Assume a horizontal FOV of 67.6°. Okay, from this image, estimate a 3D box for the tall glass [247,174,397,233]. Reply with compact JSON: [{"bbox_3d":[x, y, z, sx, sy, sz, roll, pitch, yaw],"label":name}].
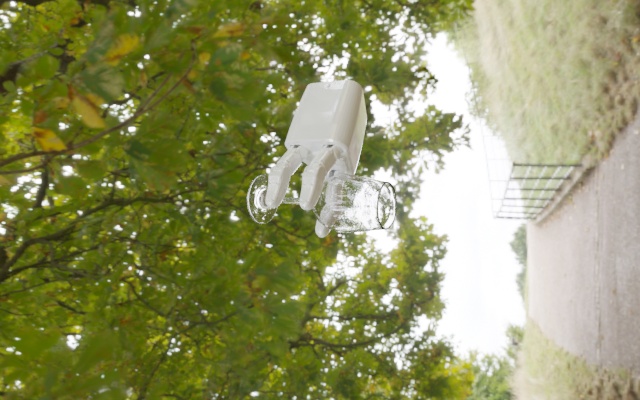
[{"bbox_3d":[0.000,0.002,0.657,0.201,0.079,0.079,3,2,31],"label":"tall glass"}]
